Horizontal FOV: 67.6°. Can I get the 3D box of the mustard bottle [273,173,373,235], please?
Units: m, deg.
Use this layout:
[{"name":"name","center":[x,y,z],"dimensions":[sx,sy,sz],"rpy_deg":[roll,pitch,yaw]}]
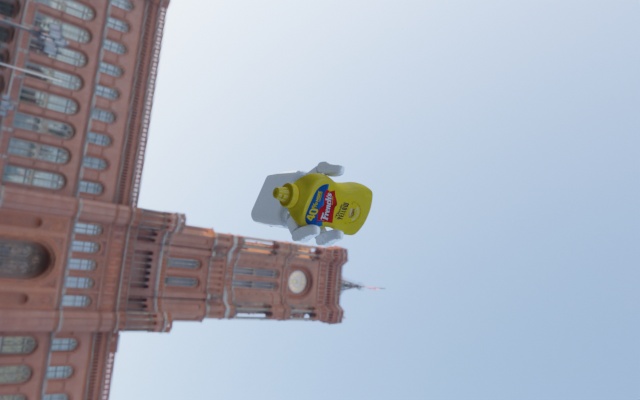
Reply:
[{"name":"mustard bottle","center":[0.001,0.003,0.831],"dimensions":[0.191,0.096,0.058],"rpy_deg":[12,18,-38]}]
